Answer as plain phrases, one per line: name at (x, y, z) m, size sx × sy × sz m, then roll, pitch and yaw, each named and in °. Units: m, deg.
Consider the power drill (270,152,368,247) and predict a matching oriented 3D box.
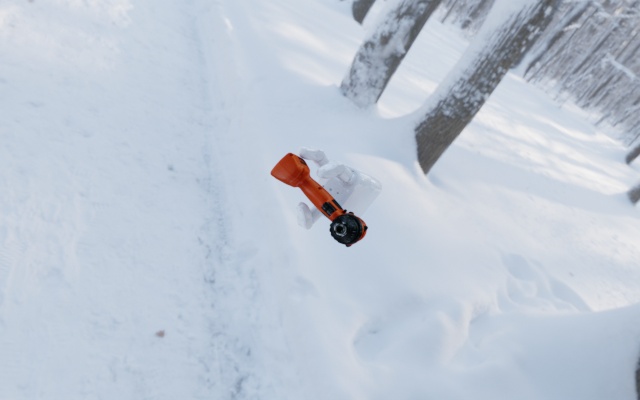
power drill at (0.000, 0.002, 0.815) m, size 0.057 × 0.187 × 0.184 m, roll -44°, pitch -11°, yaw 4°
